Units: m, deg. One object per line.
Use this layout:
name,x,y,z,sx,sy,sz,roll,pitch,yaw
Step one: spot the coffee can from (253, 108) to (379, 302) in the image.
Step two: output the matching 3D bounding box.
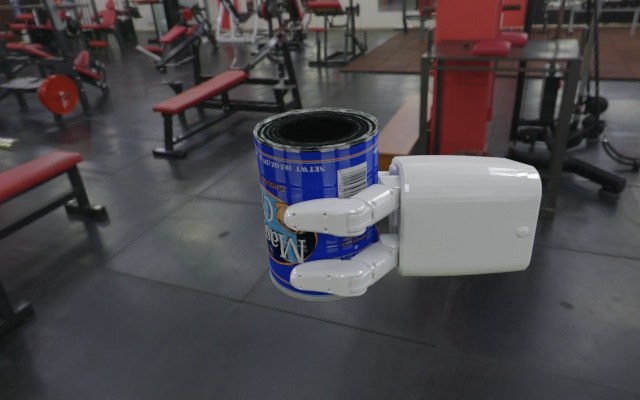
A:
coffee can,0.000,0.001,0.418,0.103,0.140,0.102,-3,27,1
